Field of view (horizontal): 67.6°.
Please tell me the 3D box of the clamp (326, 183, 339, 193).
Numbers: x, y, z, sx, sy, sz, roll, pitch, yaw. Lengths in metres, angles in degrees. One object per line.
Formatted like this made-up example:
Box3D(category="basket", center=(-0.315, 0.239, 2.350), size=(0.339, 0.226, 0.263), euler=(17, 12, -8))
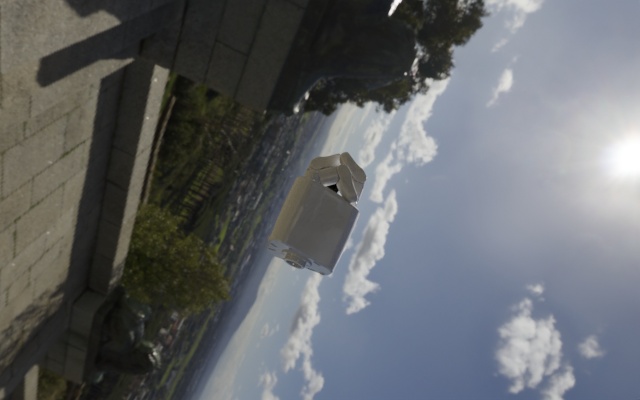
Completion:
Box3D(category="clamp", center=(0.001, 0.003, 0.817), size=(0.039, 0.120, 0.171), euler=(26, -22, -2))
